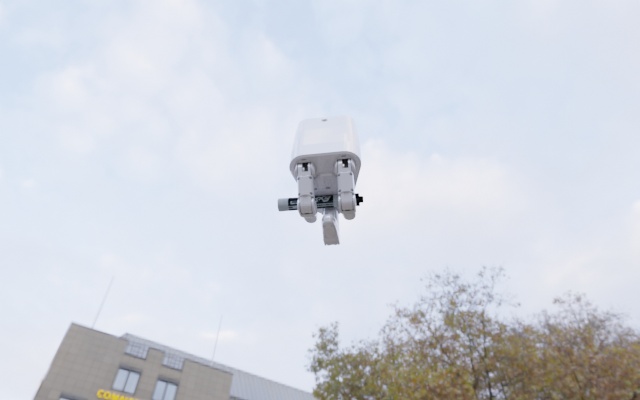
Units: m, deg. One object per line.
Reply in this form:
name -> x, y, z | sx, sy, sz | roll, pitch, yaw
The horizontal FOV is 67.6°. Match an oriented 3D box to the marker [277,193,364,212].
marker -> 0.000, 0.002, 0.675 | 0.121, 0.020, 0.020 | -4, 0, 5
